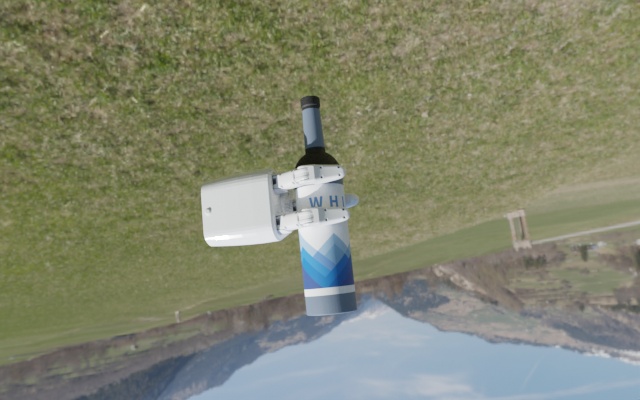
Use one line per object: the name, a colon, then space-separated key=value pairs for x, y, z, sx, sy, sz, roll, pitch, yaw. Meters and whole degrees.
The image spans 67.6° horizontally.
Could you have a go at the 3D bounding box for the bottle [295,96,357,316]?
bottle: x=0.000 y=0.002 z=0.647 sx=0.069 sy=0.295 sz=0.069 roll=-6 pitch=-9 yaw=-1
